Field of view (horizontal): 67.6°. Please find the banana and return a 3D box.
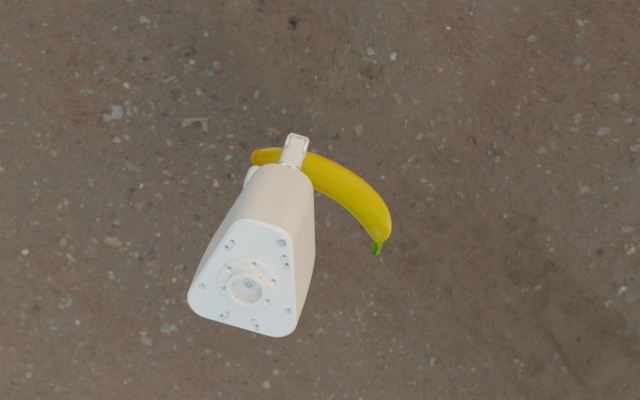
[{"bbox_3d":[0.015,-0.008,0.544,0.198,0.070,0.037,38,24,-14],"label":"banana"}]
